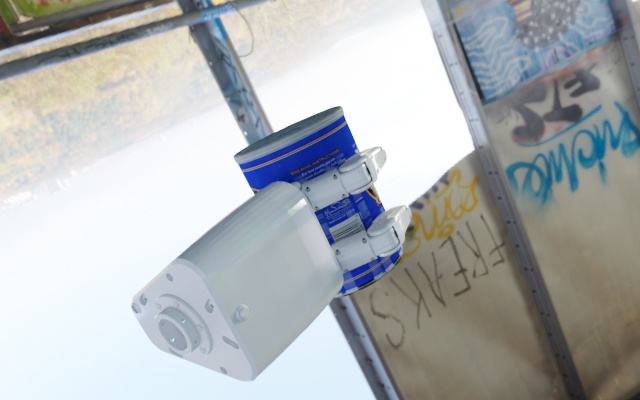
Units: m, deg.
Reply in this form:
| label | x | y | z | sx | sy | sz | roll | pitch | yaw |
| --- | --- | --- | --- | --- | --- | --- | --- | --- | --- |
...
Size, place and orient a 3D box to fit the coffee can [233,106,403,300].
| label | x | y | z | sx | sy | sz | roll | pitch | yaw |
| --- | --- | --- | --- | --- | --- | --- | --- | --- | --- |
| coffee can | 0.000 | 0.001 | 0.425 | 0.103 | 0.140 | 0.102 | -24 | 13 | 6 |
